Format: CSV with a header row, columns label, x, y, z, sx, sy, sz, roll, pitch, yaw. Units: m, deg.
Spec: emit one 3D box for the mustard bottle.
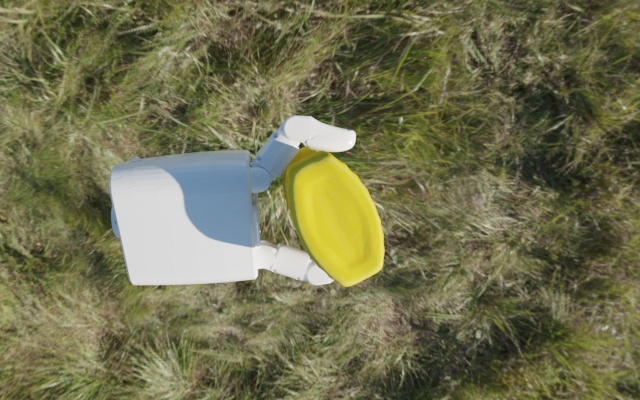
label,x,y,z,sx,sy,sz,roll,pitch,yaw
mustard bottle,0.000,0.001,0.418,0.058,0.096,0.191,-28,11,-3
